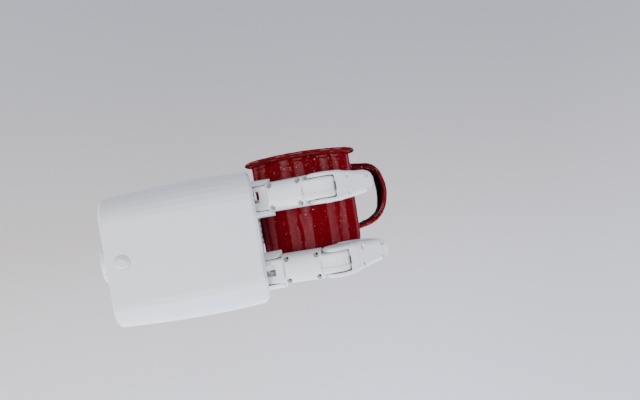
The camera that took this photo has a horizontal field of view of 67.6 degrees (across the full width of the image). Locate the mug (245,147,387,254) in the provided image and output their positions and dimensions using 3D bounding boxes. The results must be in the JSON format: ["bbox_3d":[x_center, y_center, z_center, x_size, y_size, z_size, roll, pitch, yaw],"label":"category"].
[{"bbox_3d":[0.001,0.001,0.408,0.117,0.081,0.093,-9,0,-12],"label":"mug"}]
